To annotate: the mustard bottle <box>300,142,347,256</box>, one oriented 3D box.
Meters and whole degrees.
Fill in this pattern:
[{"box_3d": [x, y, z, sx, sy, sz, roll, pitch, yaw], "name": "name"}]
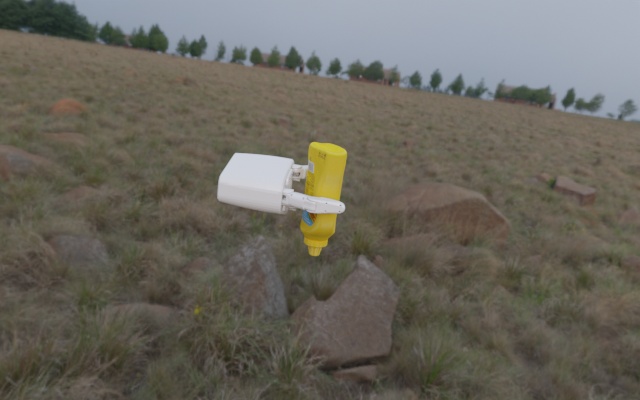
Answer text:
[{"box_3d": [0.000, 0.002, 0.808, 0.058, 0.192, 0.096, 2, 16, -20], "name": "mustard bottle"}]
